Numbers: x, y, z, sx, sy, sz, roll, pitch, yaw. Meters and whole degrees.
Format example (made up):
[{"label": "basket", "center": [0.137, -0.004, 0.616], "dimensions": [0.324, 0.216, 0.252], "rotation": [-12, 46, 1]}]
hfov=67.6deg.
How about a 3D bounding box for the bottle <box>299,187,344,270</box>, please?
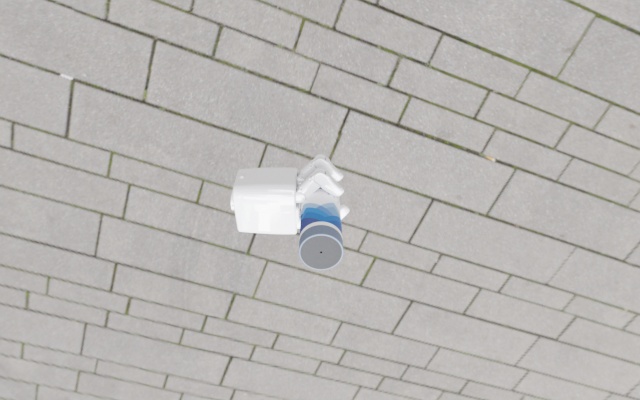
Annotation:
[{"label": "bottle", "center": [0.000, 0.003, 0.830], "dimensions": [0.069, 0.069, 0.295], "rotation": [0, 30, 0]}]
